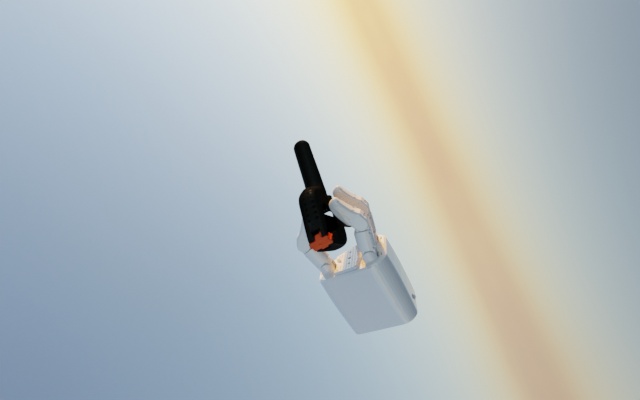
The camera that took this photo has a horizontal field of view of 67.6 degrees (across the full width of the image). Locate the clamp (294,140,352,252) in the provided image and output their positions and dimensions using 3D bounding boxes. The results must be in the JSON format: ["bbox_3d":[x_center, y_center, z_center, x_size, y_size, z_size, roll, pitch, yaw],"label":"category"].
[{"bbox_3d":[-0.001,0.003,0.675,0.036,0.164,0.210,-30,13,15],"label":"clamp"}]
